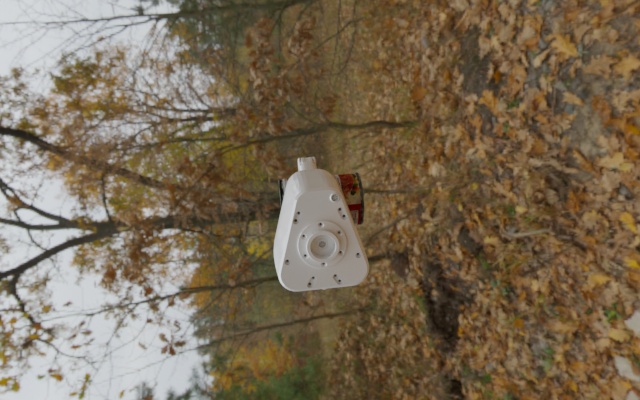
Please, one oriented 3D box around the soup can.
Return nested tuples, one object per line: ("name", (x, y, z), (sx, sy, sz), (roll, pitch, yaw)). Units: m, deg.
("soup can", (0.000, 0.002, 0.613), (0.102, 0.068, 0.068), (-5, 0, -4))
